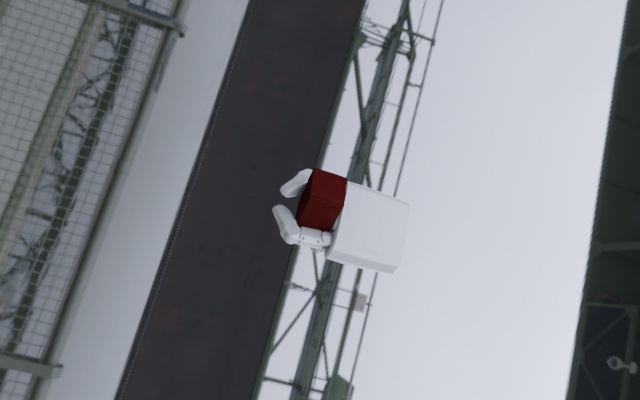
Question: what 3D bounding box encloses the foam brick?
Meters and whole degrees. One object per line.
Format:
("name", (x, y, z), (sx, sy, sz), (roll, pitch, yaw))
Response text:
("foam brick", (0.000, 0.002, 0.670), (0.051, 0.053, 0.078), (17, -40, -8))
